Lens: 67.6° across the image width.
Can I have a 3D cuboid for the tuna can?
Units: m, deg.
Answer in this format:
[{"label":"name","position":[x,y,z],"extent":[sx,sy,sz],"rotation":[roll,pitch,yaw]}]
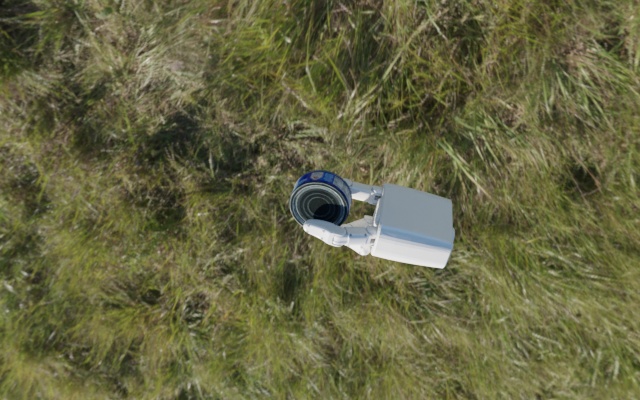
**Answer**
[{"label":"tuna can","position":[0.000,0.002,0.672],"extent":[0.086,0.086,0.033],"rotation":[0,32,12]}]
